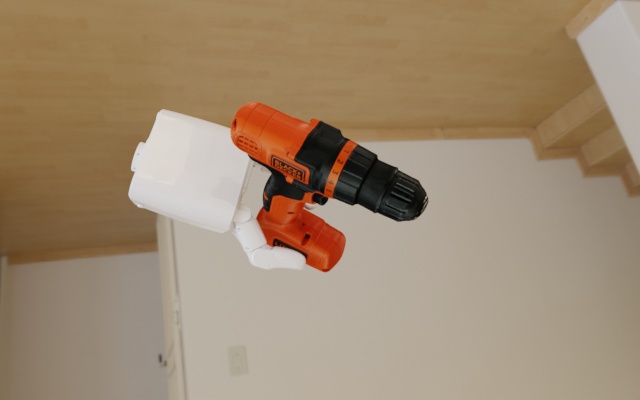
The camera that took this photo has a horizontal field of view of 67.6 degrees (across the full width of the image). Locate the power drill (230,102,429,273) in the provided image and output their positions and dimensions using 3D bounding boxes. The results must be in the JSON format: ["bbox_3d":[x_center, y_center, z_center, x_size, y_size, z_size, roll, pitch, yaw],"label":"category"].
[{"bbox_3d":[0.000,0.002,0.474,0.184,0.057,0.188,28,-32,10],"label":"power drill"}]
